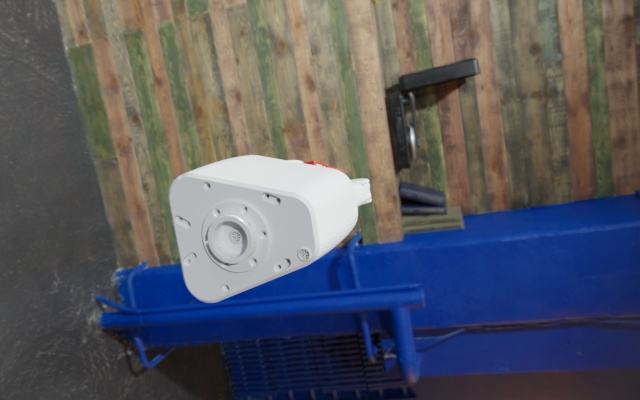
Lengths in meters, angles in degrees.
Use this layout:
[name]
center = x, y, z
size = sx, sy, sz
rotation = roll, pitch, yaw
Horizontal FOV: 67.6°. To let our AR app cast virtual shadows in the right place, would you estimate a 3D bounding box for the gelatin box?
[gelatin box]
center = 0.001, 0.002, 0.492
size = 0.030, 0.073, 0.089
rotation = -7, -5, 21
